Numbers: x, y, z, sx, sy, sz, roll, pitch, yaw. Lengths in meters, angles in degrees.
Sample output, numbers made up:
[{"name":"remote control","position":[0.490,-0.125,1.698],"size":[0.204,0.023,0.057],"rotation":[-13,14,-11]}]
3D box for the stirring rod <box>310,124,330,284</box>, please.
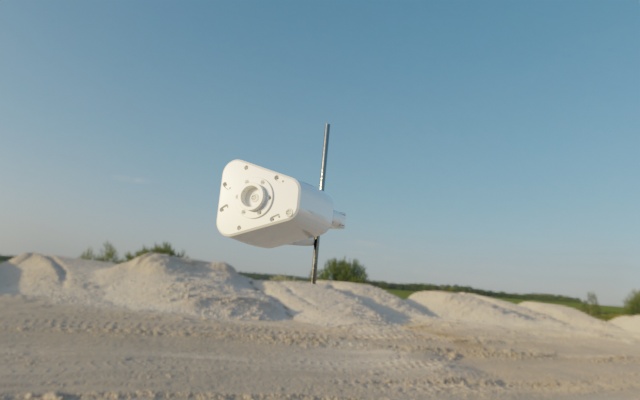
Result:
[{"name":"stirring rod","position":[0.000,0.002,0.708],"size":[0.011,0.239,0.011],"rotation":[5,-9,1]}]
